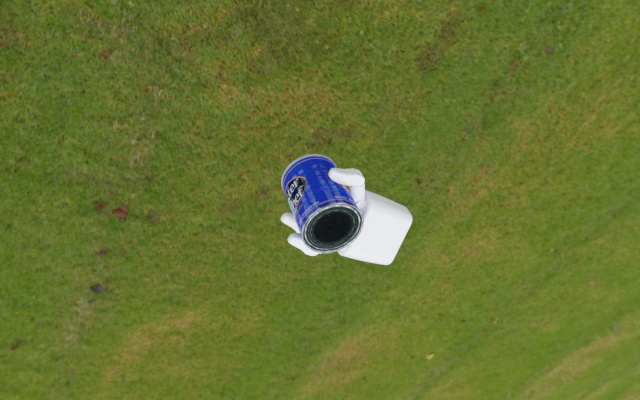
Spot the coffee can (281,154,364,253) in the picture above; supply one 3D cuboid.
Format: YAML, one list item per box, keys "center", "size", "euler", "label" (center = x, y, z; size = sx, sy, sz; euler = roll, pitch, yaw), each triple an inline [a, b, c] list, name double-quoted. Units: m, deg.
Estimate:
- center: [0.000, 0.002, 0.793]
  size: [0.103, 0.103, 0.140]
  euler: [0, 37, -21]
  label: "coffee can"
